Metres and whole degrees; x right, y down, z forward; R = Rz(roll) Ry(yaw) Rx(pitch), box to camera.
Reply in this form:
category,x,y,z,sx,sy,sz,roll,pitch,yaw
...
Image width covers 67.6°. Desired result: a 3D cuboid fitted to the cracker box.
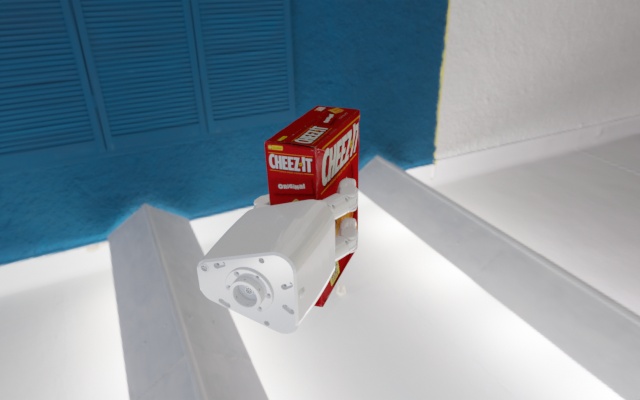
category,x,y,z,sx,sy,sz,roll,pitch,yaw
cracker box,0.000,0.002,0.623,0.072,0.214,0.164,8,28,19
